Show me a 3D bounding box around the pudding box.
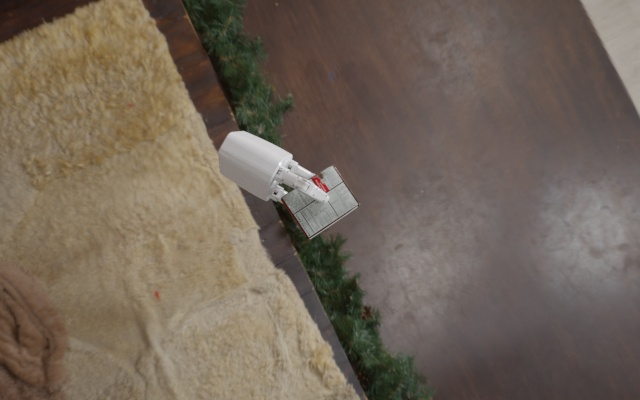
[{"bbox_3d":[0.000,0.003,0.845,0.113,0.090,0.039,-33,-3,-2],"label":"pudding box"}]
